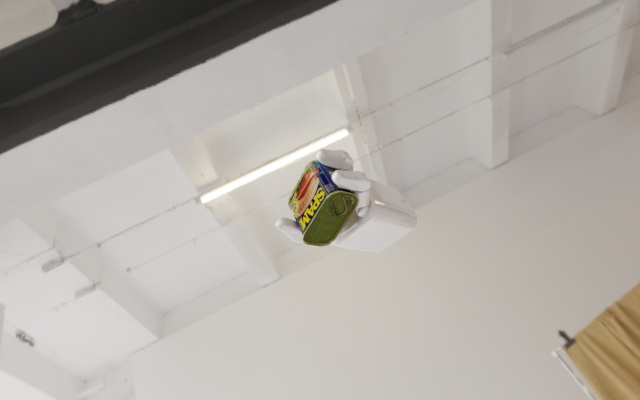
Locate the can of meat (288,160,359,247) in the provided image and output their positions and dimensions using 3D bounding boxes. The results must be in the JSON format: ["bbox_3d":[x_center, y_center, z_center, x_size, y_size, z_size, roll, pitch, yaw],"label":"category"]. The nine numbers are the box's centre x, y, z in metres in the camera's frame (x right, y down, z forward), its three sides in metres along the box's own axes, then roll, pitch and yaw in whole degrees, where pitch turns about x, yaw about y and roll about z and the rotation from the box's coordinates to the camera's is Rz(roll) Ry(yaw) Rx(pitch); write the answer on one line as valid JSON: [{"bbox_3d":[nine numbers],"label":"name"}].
[{"bbox_3d":[0.000,0.002,0.709,0.057,0.102,0.084,11,34,-34],"label":"can of meat"}]
